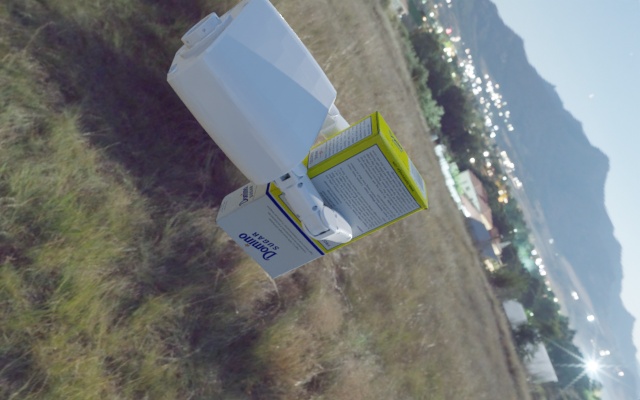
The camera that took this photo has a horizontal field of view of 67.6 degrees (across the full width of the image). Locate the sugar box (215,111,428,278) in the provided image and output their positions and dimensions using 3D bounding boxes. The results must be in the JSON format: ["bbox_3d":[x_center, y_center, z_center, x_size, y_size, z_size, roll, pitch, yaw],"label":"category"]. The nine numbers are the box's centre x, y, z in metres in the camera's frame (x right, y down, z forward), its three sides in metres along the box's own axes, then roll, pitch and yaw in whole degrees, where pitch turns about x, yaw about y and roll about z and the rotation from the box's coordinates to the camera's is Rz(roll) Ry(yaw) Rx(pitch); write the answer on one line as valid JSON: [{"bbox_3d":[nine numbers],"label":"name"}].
[{"bbox_3d":[0.000,0.001,0.444,0.176,0.093,0.048,-25,32,24],"label":"sugar box"}]
